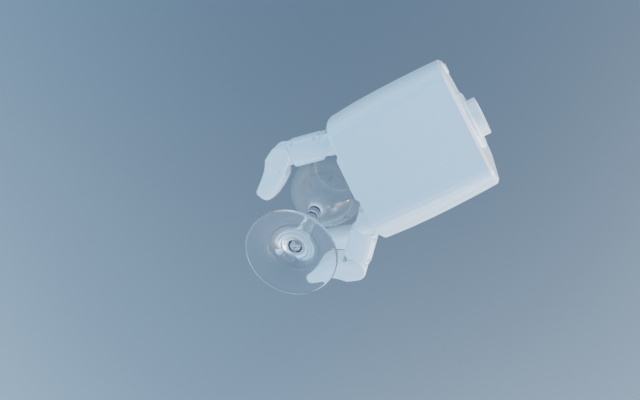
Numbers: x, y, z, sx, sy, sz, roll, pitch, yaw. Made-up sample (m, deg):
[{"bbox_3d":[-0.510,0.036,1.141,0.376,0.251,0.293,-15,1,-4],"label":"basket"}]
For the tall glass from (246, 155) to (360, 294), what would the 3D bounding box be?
[{"bbox_3d":[0.000,0.002,0.456,0.079,0.079,0.201,0,24,14],"label":"tall glass"}]
